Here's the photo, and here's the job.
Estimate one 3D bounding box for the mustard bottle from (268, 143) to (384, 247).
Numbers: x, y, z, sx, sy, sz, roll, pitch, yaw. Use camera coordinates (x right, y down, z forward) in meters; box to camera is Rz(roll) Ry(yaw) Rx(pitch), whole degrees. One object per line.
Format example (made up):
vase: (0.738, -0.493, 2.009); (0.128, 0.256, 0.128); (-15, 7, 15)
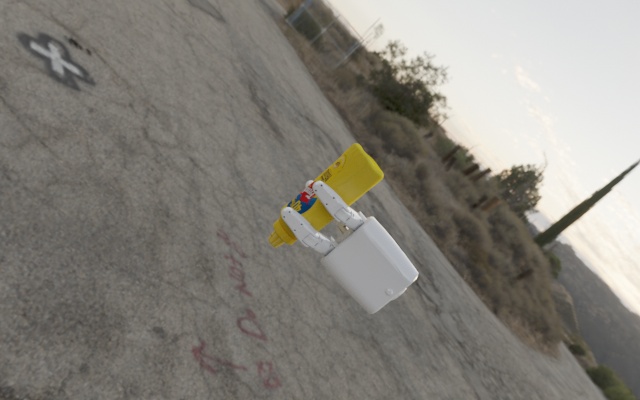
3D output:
mustard bottle: (0.000, 0.002, 0.690); (0.191, 0.058, 0.096); (-41, 22, 10)
